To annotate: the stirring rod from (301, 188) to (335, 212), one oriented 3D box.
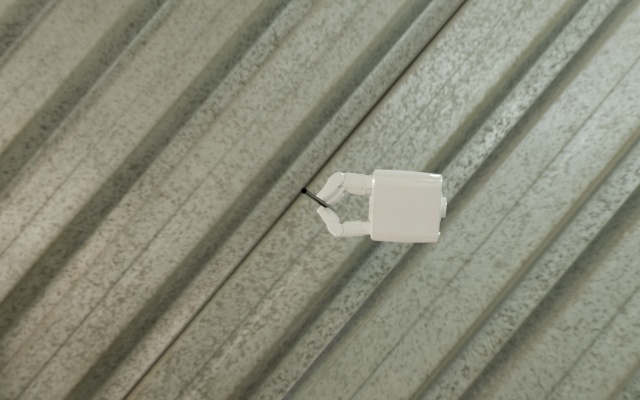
[{"bbox_3d":[0.000,0.002,0.739,0.011,0.011,0.239,0,-7,10],"label":"stirring rod"}]
